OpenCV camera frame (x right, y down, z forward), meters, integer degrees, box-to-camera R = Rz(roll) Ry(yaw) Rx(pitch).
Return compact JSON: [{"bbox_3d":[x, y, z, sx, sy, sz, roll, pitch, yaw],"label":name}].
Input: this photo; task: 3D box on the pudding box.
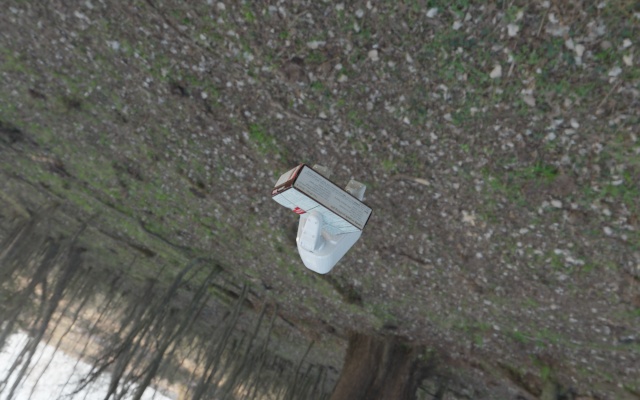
[{"bbox_3d":[0.000,0.002,0.627,0.113,0.039,0.090,31,-19,-16],"label":"pudding box"}]
